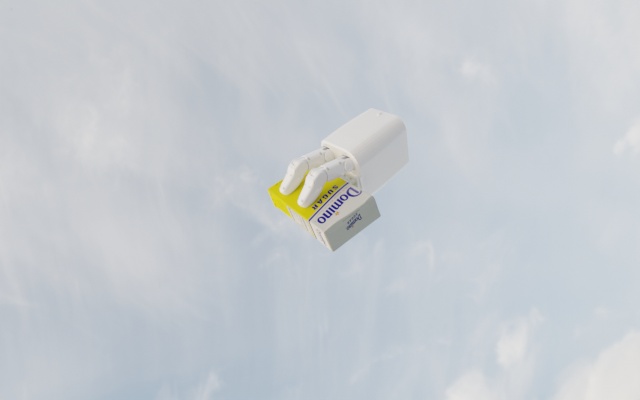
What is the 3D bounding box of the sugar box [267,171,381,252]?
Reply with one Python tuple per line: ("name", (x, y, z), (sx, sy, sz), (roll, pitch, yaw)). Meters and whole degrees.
("sugar box", (0.000, 0.002, 0.731), (0.093, 0.048, 0.176), (-36, 34, -17))
